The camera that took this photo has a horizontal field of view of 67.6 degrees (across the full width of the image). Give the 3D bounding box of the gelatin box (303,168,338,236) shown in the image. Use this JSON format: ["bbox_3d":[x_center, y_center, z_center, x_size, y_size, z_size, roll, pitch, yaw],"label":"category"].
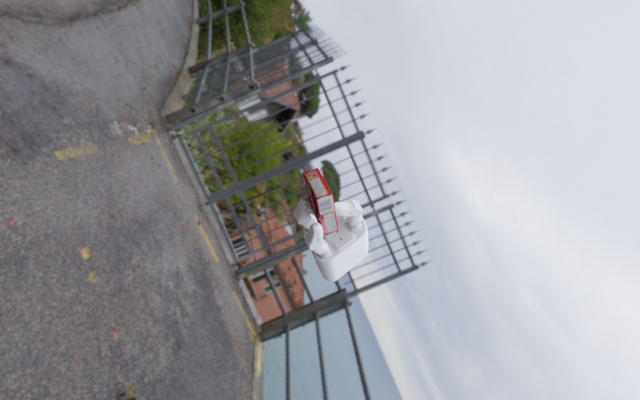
[{"bbox_3d":[0.001,0.002,0.793,0.030,0.089,0.073,-19,45,-8],"label":"gelatin box"}]
